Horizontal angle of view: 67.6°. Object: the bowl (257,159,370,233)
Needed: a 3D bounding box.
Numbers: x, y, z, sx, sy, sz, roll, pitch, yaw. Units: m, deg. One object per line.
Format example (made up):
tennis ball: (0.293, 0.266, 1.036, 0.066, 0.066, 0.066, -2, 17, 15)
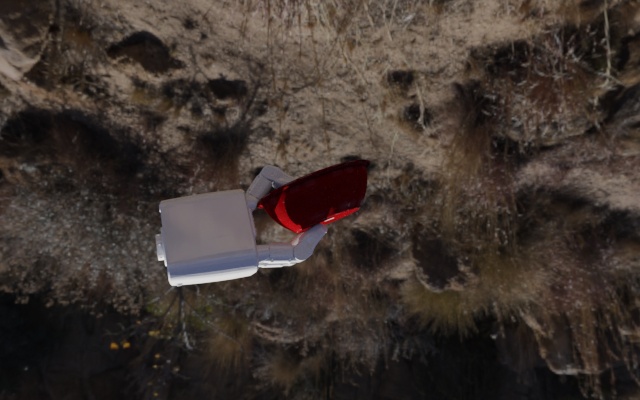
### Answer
bowl: (0.002, 0.002, 0.636, 0.162, 0.055, 0.162, -22, -7, -3)
